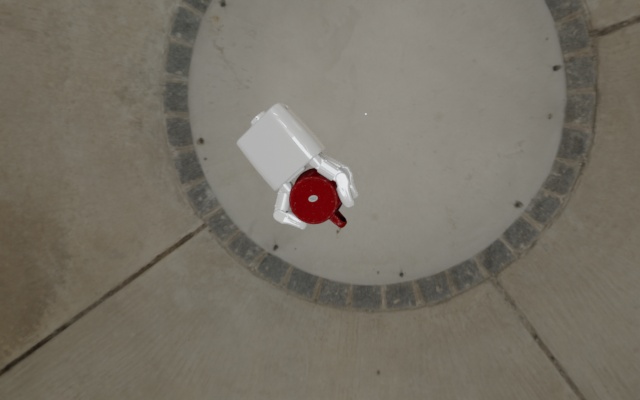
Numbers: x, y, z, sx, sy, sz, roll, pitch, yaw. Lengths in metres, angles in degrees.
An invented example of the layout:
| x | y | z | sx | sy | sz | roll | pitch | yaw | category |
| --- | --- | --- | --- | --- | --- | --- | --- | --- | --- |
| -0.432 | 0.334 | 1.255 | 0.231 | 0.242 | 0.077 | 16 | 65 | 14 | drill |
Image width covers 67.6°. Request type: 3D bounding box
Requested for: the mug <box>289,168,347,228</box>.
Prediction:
| x | y | z | sx | sy | sz | roll | pitch | yaw | category |
| --- | --- | --- | --- | --- | --- | --- | --- | --- | --- |
| 0.001 | 0.004 | 0.812 | 0.093 | 0.117 | 0.081 | -42 | 3 | 11 | mug |
